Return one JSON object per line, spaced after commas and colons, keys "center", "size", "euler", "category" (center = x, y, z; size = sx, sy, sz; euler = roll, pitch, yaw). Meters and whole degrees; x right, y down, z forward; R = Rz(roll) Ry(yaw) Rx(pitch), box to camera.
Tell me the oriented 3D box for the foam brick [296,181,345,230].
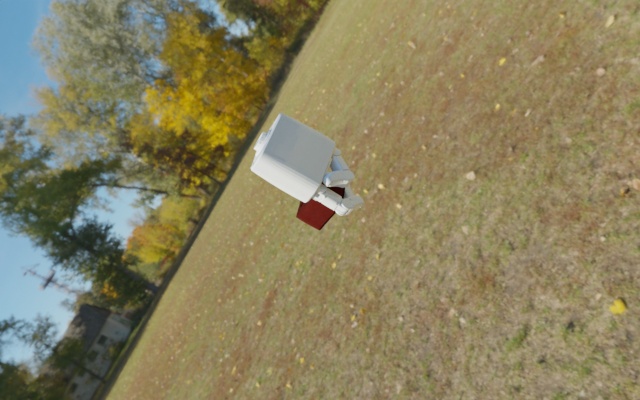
{"center": [0.000, 0.003, 0.831], "size": [0.051, 0.053, 0.078], "euler": [28, -49, -15], "category": "foam brick"}
